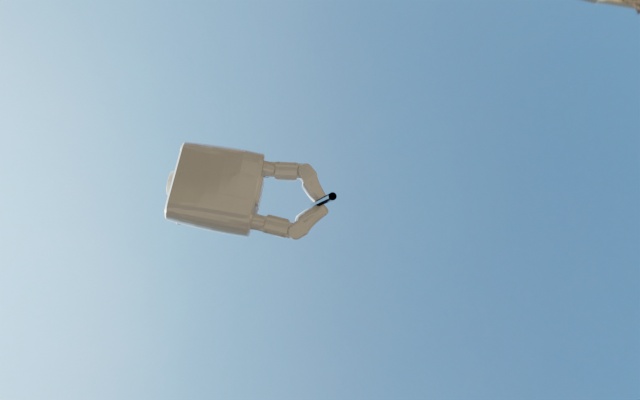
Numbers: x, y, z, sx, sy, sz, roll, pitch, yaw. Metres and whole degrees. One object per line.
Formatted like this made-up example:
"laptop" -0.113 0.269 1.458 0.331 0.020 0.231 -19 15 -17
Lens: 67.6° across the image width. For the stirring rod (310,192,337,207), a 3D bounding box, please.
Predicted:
"stirring rod" 0.000 0.002 0.576 0.011 0.011 0.239 0 -3 -5
